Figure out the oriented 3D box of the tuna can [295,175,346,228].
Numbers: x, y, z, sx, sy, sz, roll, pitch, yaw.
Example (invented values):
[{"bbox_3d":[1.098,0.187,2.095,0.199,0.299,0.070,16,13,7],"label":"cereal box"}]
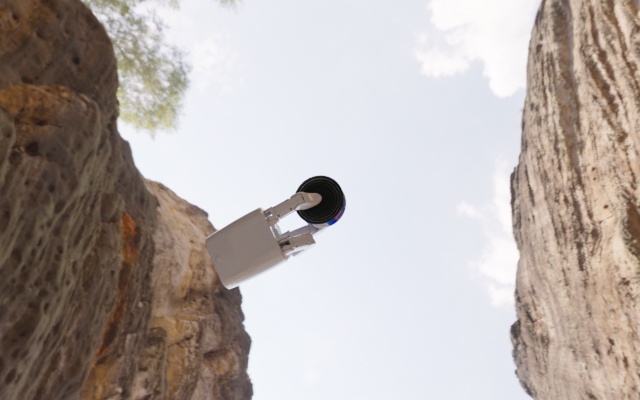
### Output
[{"bbox_3d":[0.000,0.003,0.809,0.086,0.086,0.034,0,-16,14],"label":"tuna can"}]
